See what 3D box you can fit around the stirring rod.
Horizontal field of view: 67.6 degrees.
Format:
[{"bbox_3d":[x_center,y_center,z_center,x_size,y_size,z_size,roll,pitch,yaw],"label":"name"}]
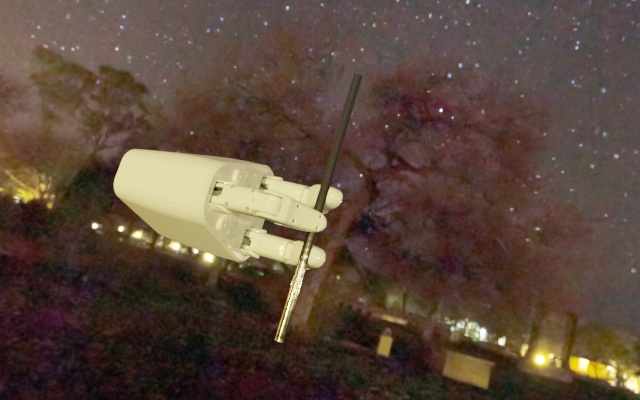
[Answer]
[{"bbox_3d":[0.000,0.001,0.410,0.011,0.239,0.011,16,-10,3],"label":"stirring rod"}]
